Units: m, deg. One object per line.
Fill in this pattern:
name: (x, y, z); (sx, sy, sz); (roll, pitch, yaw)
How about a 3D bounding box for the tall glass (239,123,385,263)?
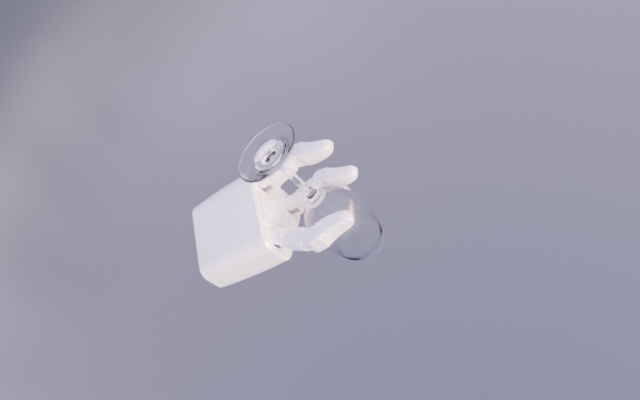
tall glass: (0.000, 0.001, 0.552); (0.079, 0.079, 0.201); (0, -31, 42)
